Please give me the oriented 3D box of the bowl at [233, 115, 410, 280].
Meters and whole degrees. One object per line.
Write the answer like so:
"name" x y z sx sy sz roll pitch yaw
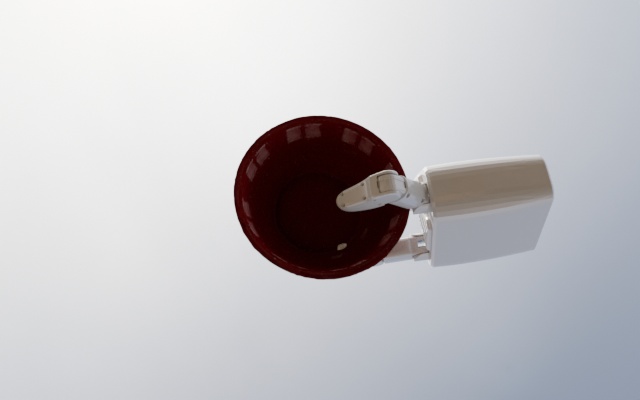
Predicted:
"bowl" -0.001 0.001 0.457 0.162 0.162 0.055 0 -22 -6
